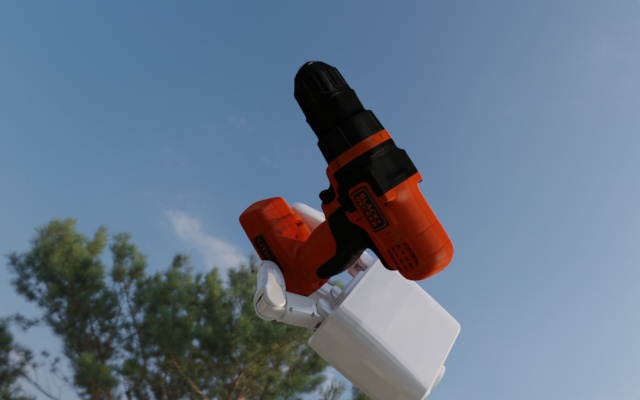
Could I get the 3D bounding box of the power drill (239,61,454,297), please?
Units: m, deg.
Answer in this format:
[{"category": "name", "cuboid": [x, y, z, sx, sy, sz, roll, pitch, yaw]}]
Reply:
[{"category": "power drill", "cuboid": [0.000, 0.002, 0.410, 0.057, 0.184, 0.188, -28, -4, -39]}]
